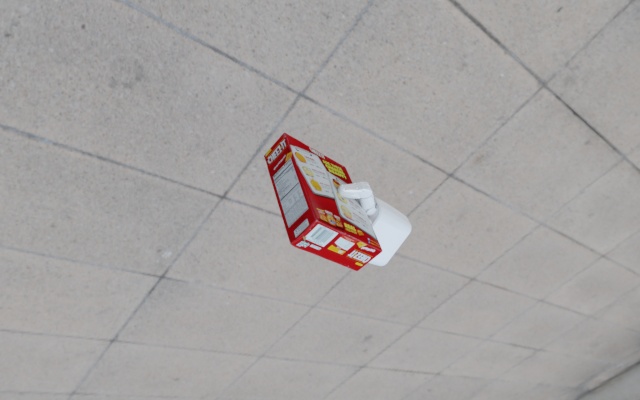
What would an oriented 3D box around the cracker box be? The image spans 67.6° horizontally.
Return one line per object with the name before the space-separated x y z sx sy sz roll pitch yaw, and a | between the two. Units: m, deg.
cracker box | 0.000 0.003 0.822 0.164 0.213 0.072 26 -59 -40
